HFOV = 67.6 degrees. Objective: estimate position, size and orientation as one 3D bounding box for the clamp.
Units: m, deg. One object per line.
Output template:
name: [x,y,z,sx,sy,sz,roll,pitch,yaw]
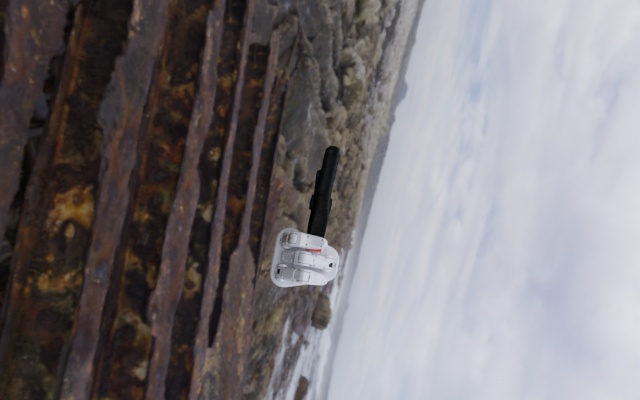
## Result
clamp: [0.001,0.003,0.805,0.039,0.171,0.120,13,-10,1]
